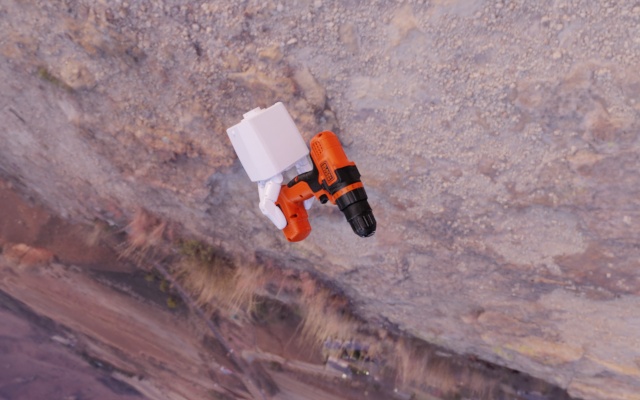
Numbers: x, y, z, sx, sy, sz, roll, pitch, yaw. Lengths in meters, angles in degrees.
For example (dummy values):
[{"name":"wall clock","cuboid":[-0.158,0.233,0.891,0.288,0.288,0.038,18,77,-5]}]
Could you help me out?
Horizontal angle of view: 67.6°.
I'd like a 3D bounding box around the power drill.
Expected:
[{"name":"power drill","cuboid":[0.000,0.003,0.807,0.057,0.184,0.188,-12,-17,-44]}]
